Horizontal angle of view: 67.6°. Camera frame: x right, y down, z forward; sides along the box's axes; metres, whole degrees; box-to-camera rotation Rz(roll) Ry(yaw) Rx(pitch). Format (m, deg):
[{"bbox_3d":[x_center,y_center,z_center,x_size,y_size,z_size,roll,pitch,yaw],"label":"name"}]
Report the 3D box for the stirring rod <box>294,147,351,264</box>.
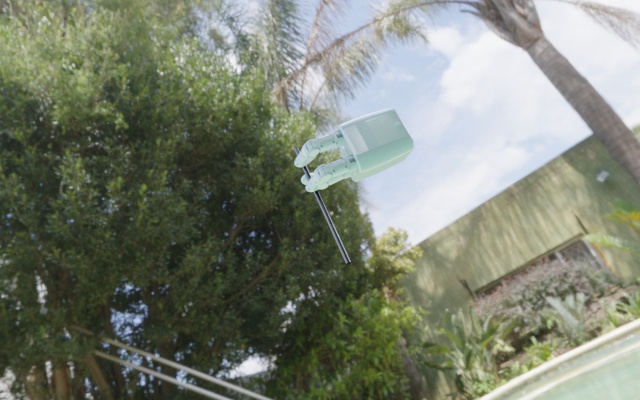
[{"bbox_3d":[0.000,0.003,0.827,0.011,0.239,0.011,-20,-25,-10],"label":"stirring rod"}]
